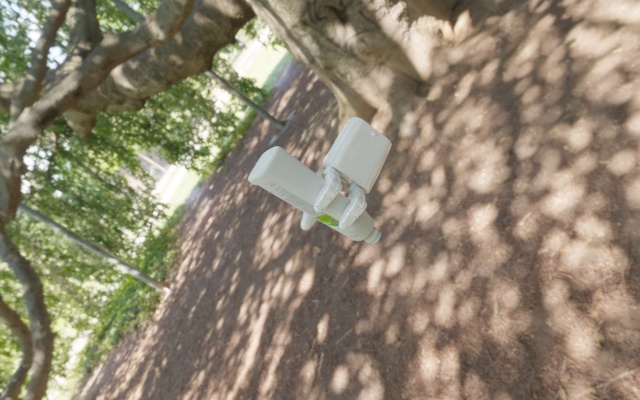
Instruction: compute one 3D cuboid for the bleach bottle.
[{"bbox_3d":[0.000,0.003,0.846,0.251,0.068,0.102,34,-16,-18],"label":"bleach bottle"}]
